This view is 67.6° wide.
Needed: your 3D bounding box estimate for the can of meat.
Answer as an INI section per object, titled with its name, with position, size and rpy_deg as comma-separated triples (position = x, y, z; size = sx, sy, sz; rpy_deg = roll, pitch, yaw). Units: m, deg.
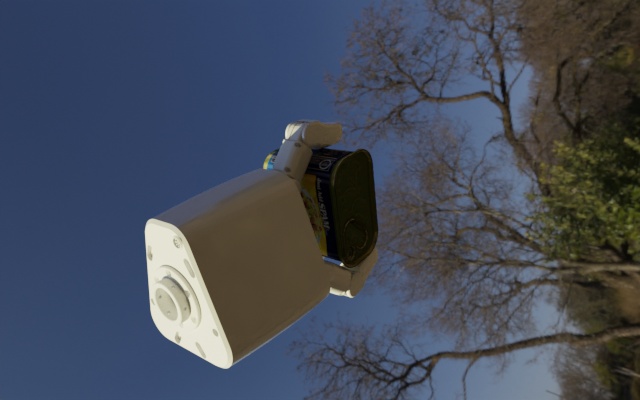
[can of meat]
position = 0.000, 0.001, 0.434
size = 0.084, 0.102, 0.057
rpy_deg = 11, 30, 37
